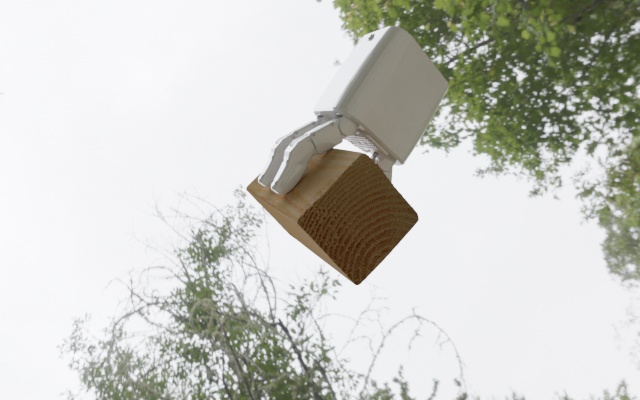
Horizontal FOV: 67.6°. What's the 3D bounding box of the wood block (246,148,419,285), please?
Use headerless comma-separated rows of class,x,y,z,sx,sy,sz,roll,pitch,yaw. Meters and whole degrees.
wood block,0.001,0.002,0.519,0.091,0.090,0.206,47,-8,-21
